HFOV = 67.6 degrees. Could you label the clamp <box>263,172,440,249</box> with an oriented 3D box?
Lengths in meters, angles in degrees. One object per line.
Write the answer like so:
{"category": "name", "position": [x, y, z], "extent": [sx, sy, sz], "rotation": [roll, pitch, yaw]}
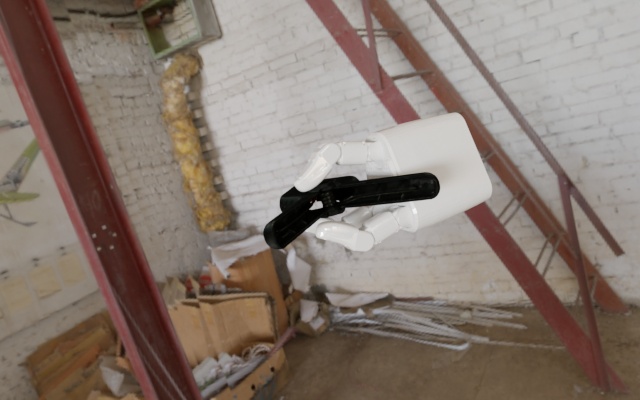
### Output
{"category": "clamp", "position": [0.000, 0.001, 0.497], "extent": [0.164, 0.036, 0.210], "rotation": [-18, 10, -19]}
